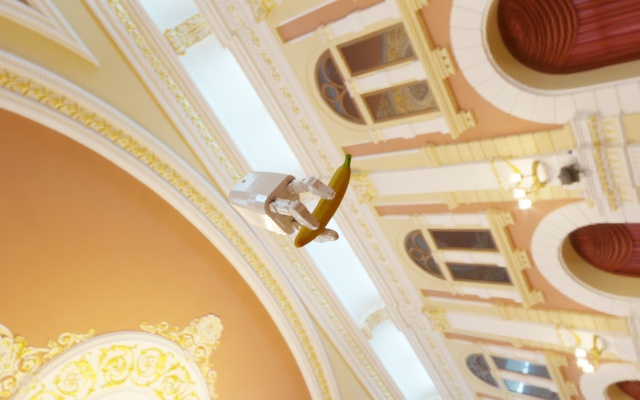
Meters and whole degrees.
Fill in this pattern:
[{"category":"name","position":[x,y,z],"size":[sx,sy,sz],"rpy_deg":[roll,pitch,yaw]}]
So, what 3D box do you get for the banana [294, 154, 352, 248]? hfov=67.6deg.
[{"category":"banana","position":[0.008,0.007,0.890],"size":[0.037,0.197,0.070],"rpy_deg":[22,-14,28]}]
